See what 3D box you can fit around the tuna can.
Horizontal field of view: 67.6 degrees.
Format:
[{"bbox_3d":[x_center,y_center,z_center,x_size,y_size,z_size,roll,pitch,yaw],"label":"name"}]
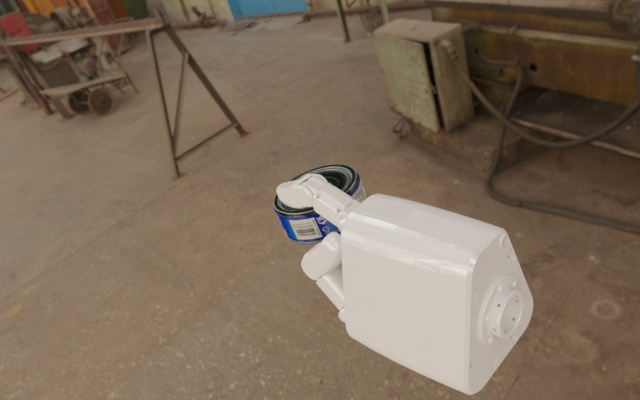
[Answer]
[{"bbox_3d":[0.000,0.001,0.445,0.086,0.034,0.086,-18,28,10],"label":"tuna can"}]
